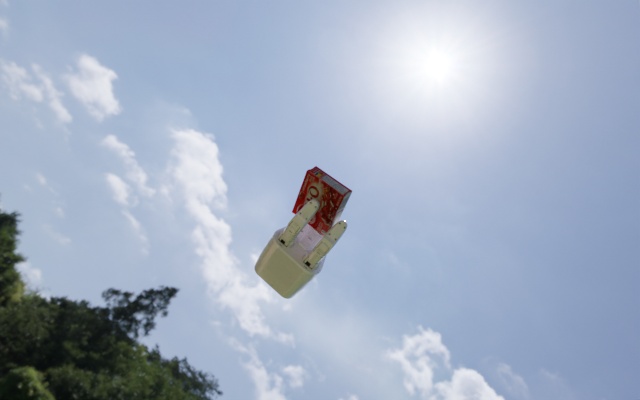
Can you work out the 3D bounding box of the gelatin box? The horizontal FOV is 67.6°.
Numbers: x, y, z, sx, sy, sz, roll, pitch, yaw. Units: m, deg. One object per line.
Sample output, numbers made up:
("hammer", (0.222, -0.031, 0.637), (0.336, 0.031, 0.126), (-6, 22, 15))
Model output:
("gelatin box", (0.000, 0.002, 0.752), (0.073, 0.089, 0.030), (36, 37, 17))
